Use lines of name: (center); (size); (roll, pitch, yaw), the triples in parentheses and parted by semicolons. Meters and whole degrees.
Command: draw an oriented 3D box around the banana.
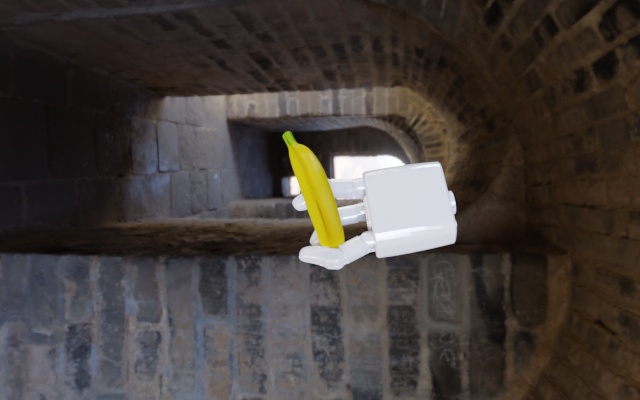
banana: (0.002, 0.007, 0.610); (0.037, 0.198, 0.069); (-19, 27, 1)
